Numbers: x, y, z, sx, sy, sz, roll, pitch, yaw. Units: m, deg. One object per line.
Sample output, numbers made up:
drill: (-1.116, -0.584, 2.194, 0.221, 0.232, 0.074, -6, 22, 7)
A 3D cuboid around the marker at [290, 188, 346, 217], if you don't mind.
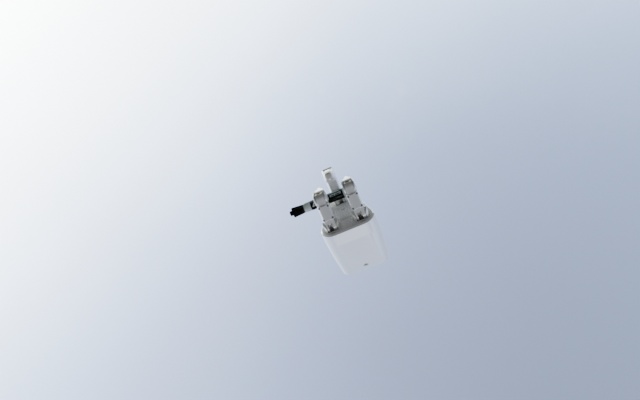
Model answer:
marker: (0.000, 0.003, 0.873, 0.121, 0.020, 0.020, -22, -3, 7)
